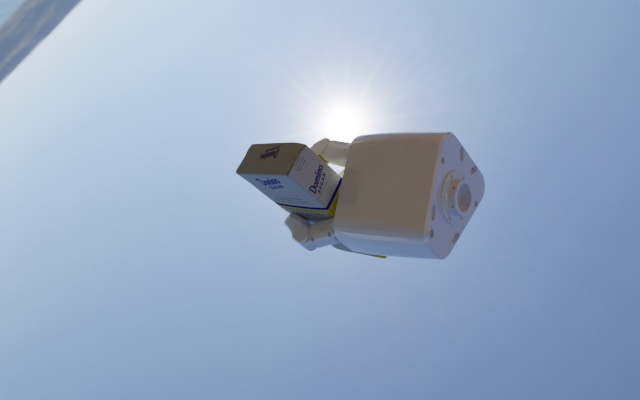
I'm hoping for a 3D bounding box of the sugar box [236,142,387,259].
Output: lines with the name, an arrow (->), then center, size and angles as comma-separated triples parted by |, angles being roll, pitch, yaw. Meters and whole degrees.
sugar box -> 0.000, 0.001, 0.533 | 0.093, 0.048, 0.176 | 6, -29, 47
